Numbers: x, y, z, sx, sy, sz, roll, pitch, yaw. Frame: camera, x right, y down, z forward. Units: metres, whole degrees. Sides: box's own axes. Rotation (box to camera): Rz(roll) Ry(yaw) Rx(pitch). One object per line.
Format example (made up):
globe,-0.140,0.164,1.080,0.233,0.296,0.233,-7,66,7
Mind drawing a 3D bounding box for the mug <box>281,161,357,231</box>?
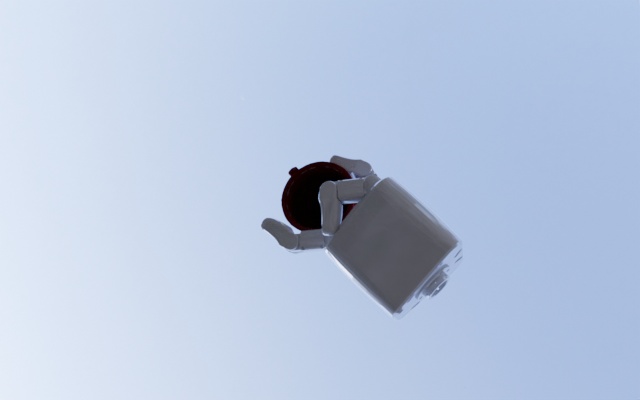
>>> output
mug,-0.001,0.001,0.611,0.117,0.093,0.081,44,-4,27
